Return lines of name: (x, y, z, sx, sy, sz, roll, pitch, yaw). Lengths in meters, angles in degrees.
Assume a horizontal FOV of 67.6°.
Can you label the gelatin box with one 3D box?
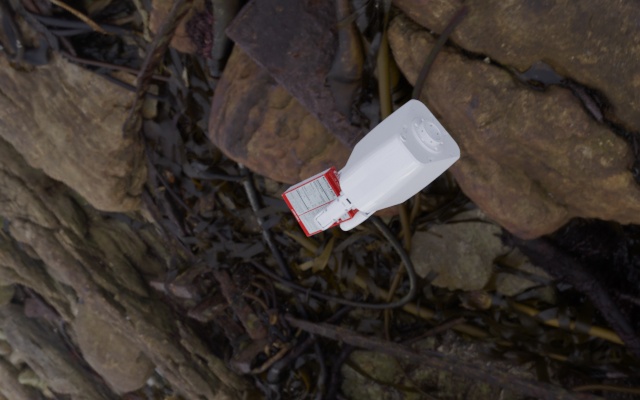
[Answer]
gelatin box: (0.000, 0.003, 0.671, 0.089, 0.073, 0.030, -24, 12, 36)
